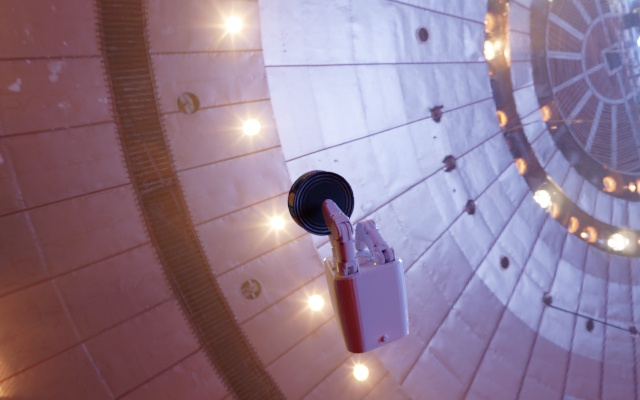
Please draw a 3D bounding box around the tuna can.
[{"bbox_3d":[0.000,0.002,0.636,0.086,0.086,0.033,0,9,-22],"label":"tuna can"}]
